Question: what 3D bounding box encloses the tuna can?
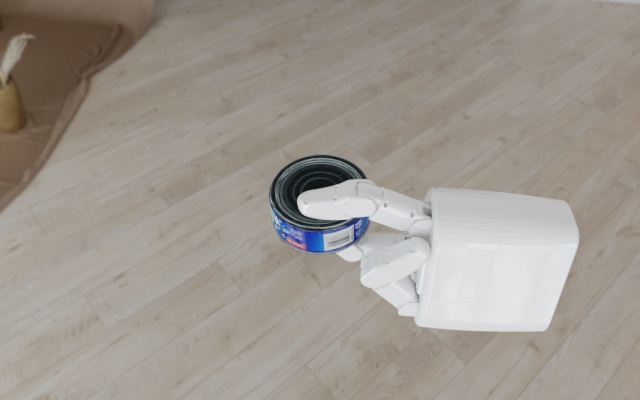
[{"bbox_3d":[0.000,0.001,0.400,0.086,0.086,0.034,0,-41,3],"label":"tuna can"}]
